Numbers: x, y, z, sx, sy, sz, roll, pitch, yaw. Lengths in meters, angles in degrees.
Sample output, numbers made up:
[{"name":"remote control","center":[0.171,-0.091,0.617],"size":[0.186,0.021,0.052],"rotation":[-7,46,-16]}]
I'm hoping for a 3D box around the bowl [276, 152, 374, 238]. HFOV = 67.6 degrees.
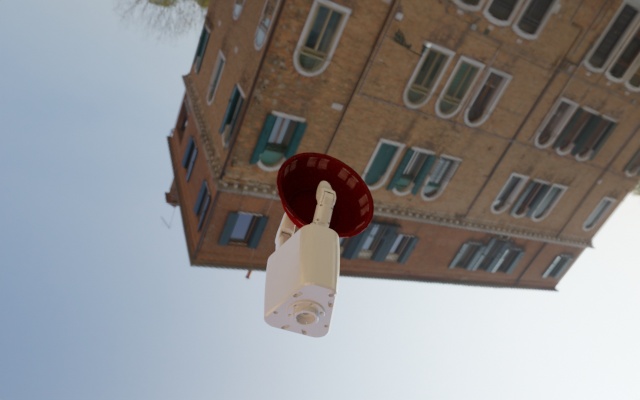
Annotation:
[{"name":"bowl","center":[0.000,0.002,0.748],"size":[0.162,0.162,0.055],"rotation":[0,-35,-28]}]
